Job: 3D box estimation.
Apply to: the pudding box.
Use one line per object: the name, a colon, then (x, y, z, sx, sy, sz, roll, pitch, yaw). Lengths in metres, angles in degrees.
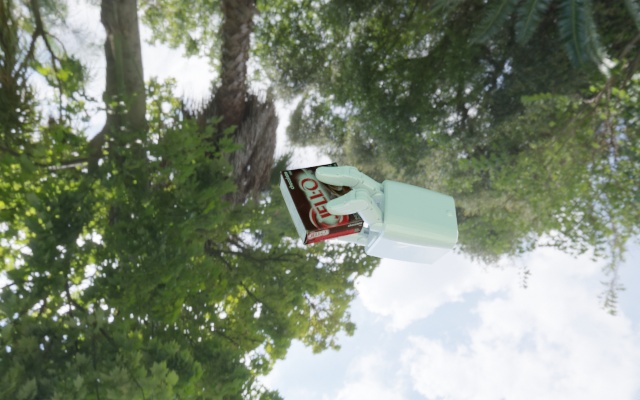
pudding box: (0.000, 0.002, 0.677, 0.090, 0.113, 0.039, -11, -38, -23)
